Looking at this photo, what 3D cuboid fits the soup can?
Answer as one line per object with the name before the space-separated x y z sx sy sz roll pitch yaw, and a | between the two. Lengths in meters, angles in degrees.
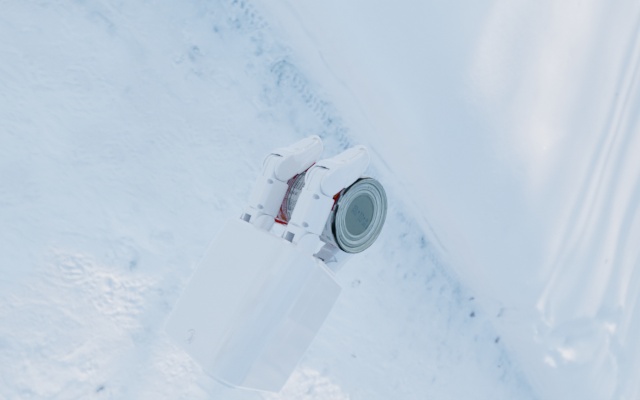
soup can | 0.001 0.001 0.429 0.068 0.068 0.102 0 14 -45
